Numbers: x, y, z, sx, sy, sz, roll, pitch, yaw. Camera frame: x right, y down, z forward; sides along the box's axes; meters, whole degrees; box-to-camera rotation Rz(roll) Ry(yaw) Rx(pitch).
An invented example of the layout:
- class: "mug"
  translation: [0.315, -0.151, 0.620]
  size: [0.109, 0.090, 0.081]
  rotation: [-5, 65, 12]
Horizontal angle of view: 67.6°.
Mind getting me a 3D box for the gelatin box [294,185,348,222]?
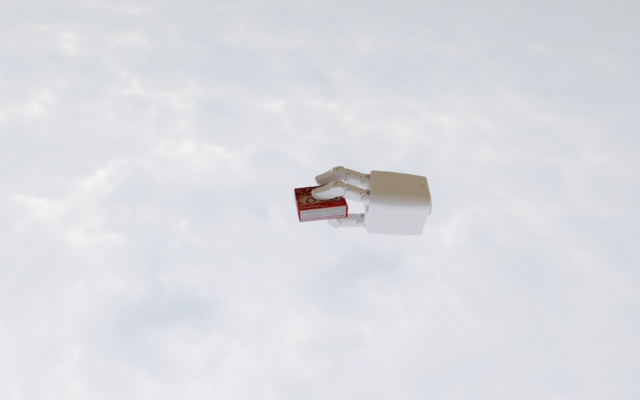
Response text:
- class: "gelatin box"
  translation: [0.000, 0.003, 0.858]
  size: [0.089, 0.030, 0.073]
  rotation: [-6, 35, -7]
